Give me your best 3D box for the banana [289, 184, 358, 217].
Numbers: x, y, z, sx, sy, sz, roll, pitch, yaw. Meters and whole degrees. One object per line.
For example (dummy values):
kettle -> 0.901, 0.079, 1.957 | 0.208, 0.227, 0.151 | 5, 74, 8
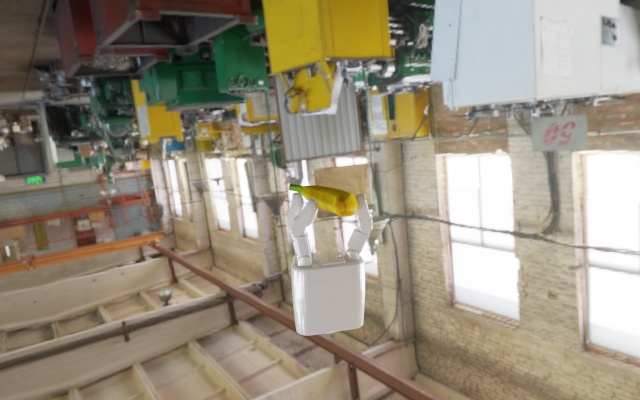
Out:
banana -> 0.016, 0.002, 0.733 | 0.069, 0.037, 0.198 | -1, 8, -25
